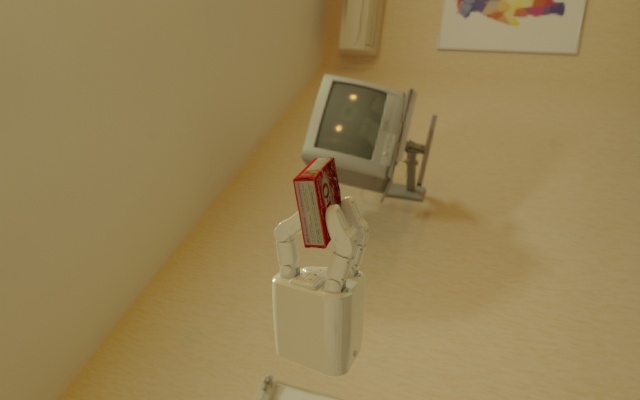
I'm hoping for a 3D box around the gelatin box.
[{"bbox_3d":[0.000,0.002,0.568,0.030,0.089,0.073,-1,23,21],"label":"gelatin box"}]
